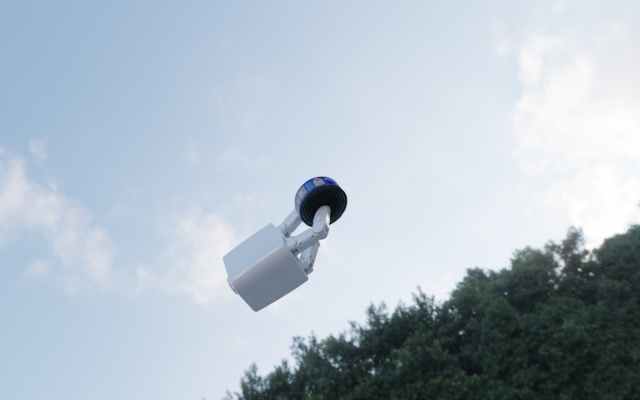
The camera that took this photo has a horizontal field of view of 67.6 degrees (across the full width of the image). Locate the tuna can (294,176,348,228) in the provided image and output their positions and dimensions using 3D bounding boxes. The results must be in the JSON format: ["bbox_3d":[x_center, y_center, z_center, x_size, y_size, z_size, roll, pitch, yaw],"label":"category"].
[{"bbox_3d":[0.000,0.002,0.801,0.086,0.086,0.033,0,32,-26],"label":"tuna can"}]
